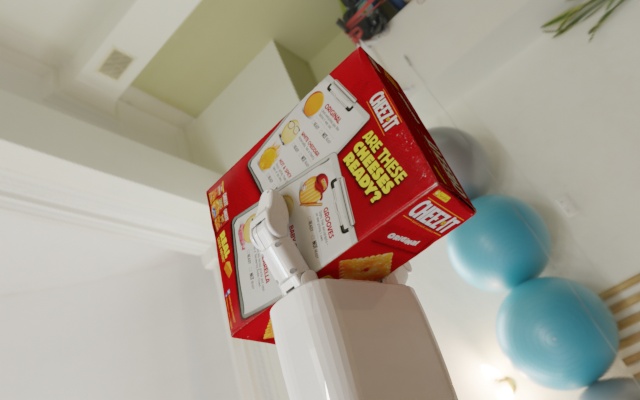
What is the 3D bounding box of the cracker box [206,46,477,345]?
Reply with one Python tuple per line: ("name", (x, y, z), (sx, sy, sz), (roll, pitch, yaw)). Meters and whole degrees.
("cracker box", (0.000, 0.001, 0.416), (0.214, 0.164, 0.072), (-39, -41, 24))
